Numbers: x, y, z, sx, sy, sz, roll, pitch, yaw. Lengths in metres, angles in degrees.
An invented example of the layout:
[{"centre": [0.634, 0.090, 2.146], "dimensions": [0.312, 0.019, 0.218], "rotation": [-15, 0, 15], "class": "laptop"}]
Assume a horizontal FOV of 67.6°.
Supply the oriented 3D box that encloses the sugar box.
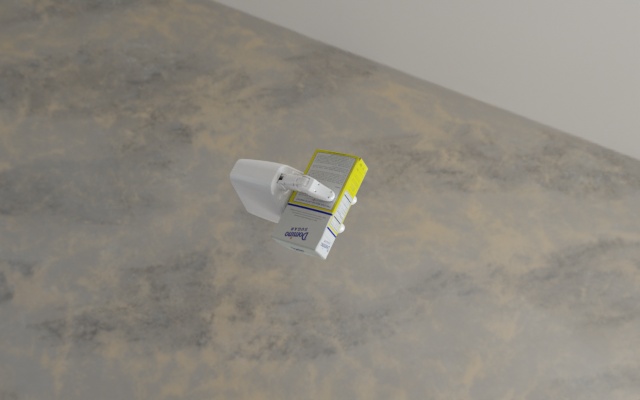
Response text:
[{"centre": [0.000, 0.003, 0.788], "dimensions": [0.093, 0.176, 0.048], "rotation": [14, -20, 34], "class": "sugar box"}]
